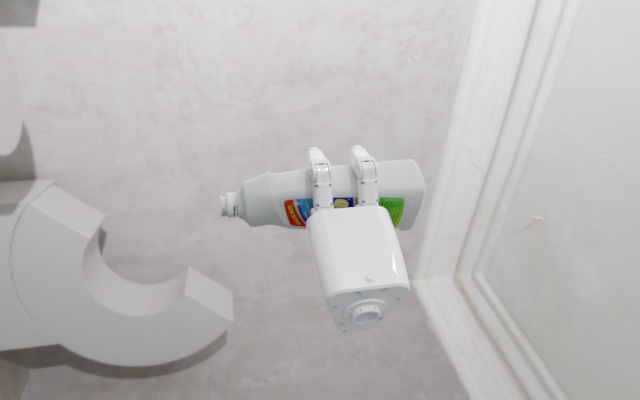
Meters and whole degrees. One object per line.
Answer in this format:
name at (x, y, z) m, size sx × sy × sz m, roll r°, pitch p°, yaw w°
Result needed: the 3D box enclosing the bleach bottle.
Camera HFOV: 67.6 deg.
bleach bottle at (0.000, 0.002, 0.612) m, size 0.251 × 0.068 × 0.103 m, roll -5°, pitch -38°, yaw -11°
